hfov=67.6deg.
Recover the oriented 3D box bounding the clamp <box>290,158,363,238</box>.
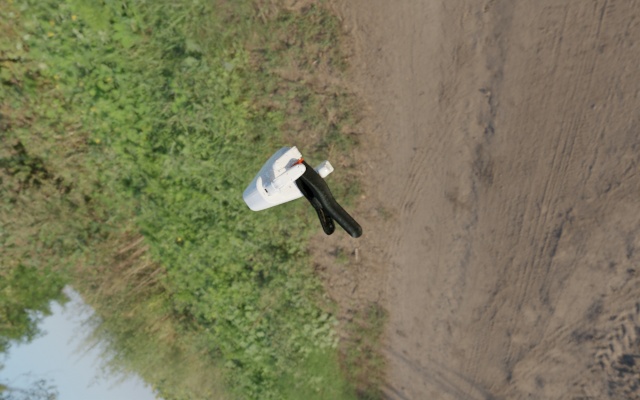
[{"bbox_3d":[0.000,0.003,0.876,0.039,0.171,0.120,-39,6,-28],"label":"clamp"}]
